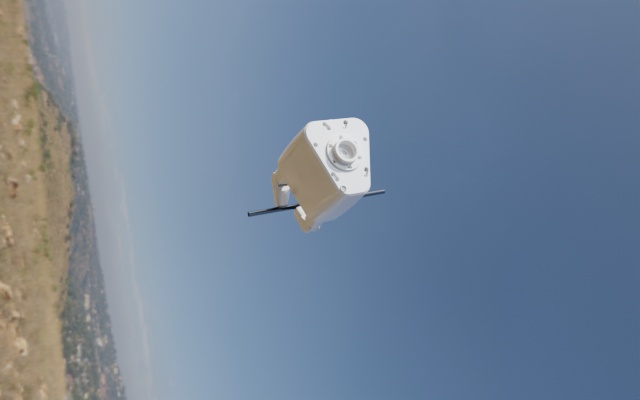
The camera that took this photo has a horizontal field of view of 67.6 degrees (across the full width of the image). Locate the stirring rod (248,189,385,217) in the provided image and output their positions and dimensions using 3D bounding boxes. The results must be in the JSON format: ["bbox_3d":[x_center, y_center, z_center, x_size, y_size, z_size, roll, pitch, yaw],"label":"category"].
[{"bbox_3d":[0.000,0.003,0.763,0.239,0.011,0.011,-10,4,-25],"label":"stirring rod"}]
